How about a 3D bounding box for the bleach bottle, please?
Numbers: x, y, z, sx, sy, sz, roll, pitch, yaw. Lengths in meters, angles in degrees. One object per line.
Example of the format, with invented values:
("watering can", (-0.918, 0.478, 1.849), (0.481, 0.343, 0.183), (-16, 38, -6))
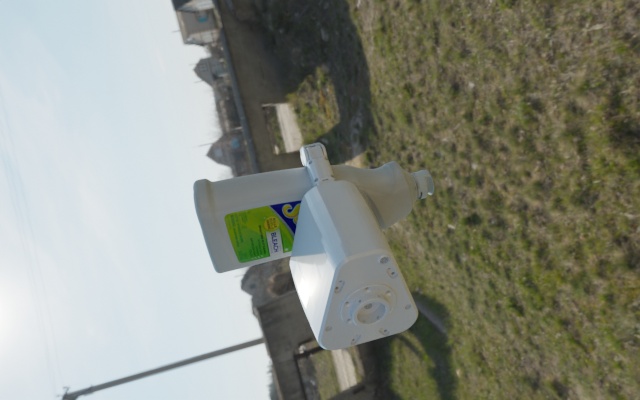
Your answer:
("bleach bottle", (0.000, 0.002, 0.514), (0.251, 0.103, 0.068), (-13, 35, -8))
